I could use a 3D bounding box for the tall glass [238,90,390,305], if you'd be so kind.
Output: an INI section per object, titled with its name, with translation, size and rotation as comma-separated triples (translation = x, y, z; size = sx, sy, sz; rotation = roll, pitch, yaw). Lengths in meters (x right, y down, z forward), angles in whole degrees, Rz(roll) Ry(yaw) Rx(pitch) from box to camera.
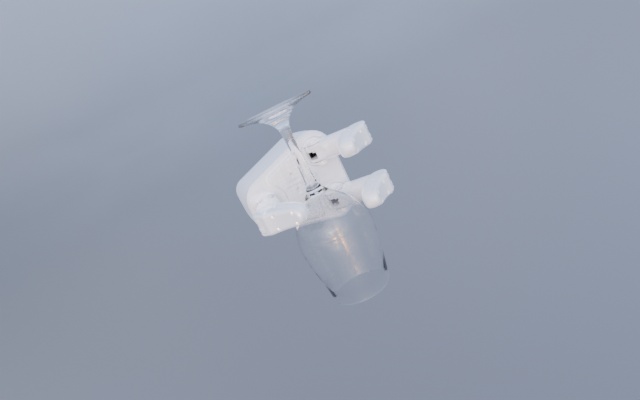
[tall glass]
translation = 0.000, 0.001, 0.462
size = 0.079, 0.201, 0.079
rotation = -25, 14, 7
